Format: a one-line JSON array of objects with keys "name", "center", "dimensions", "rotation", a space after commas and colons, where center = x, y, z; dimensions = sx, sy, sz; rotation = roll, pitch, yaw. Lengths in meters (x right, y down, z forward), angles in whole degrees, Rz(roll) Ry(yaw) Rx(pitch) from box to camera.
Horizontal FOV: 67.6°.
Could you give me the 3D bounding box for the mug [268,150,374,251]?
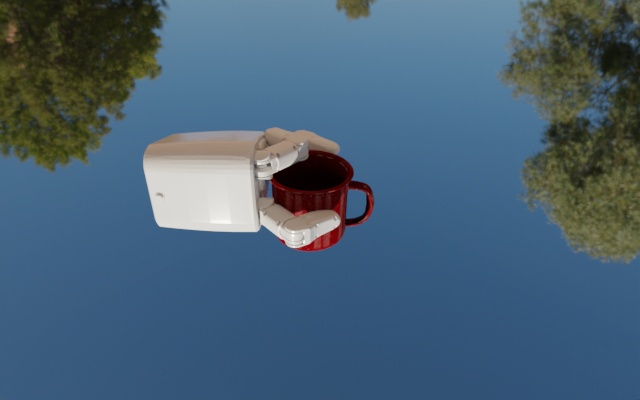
[{"name": "mug", "center": [0.002, 0.002, 0.527], "dimensions": [0.117, 0.082, 0.093], "rotation": [2, 33, 2]}]
